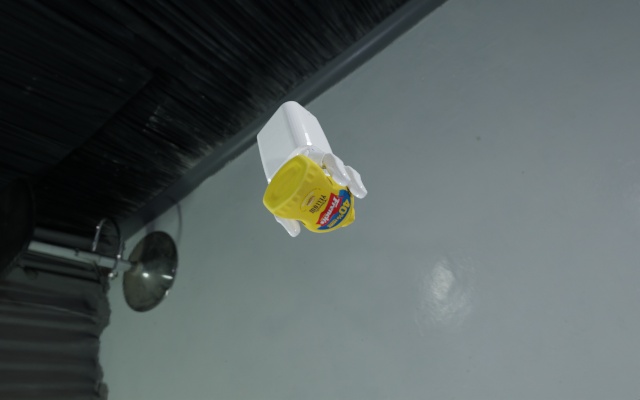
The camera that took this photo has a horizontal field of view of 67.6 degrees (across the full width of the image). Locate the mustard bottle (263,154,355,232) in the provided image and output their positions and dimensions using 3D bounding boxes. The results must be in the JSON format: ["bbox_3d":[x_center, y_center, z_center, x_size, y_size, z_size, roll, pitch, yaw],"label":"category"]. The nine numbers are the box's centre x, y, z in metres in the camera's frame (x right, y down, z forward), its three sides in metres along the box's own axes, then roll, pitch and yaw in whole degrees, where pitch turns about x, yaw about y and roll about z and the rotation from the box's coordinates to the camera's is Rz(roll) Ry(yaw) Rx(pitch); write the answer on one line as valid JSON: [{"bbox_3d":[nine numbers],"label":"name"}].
[{"bbox_3d":[0.000,0.003,0.763,0.058,0.096,0.192,42,8,38],"label":"mustard bottle"}]
